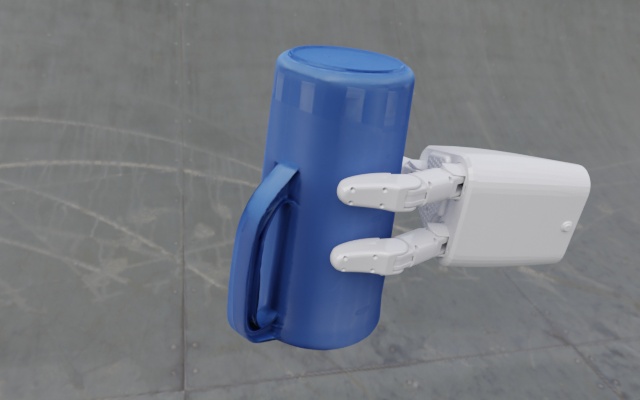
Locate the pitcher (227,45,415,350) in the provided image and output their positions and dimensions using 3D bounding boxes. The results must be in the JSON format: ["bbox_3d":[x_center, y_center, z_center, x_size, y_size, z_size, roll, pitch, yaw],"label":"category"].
[{"bbox_3d":[0.000,0.001,0.410,0.145,0.243,0.149,3,27,-7],"label":"pitcher"}]
